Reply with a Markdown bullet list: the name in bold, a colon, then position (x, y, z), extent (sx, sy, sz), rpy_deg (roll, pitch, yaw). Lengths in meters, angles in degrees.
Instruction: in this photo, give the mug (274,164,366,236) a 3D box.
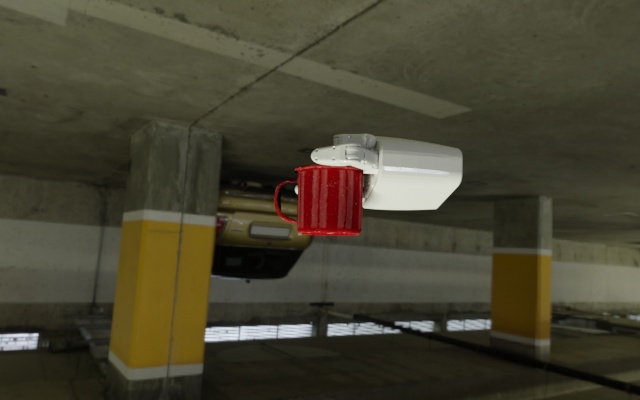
- **mug**: position (-0.001, 0.002, 0.601), extent (0.117, 0.081, 0.093), rpy_deg (2, -6, -6)
